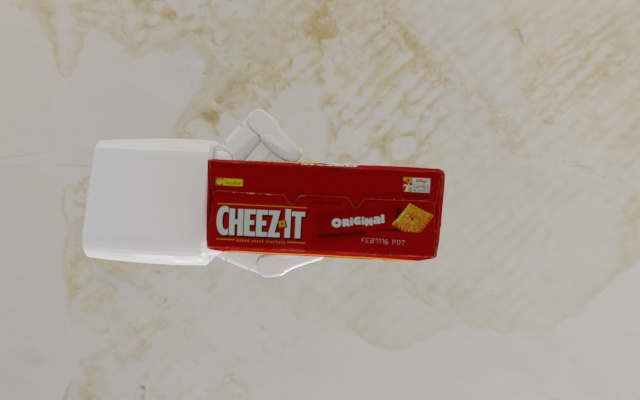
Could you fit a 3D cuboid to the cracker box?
[{"bbox_3d":[0.000,0.001,0.430,0.164,0.072,0.213,2,4,-2],"label":"cracker box"}]
